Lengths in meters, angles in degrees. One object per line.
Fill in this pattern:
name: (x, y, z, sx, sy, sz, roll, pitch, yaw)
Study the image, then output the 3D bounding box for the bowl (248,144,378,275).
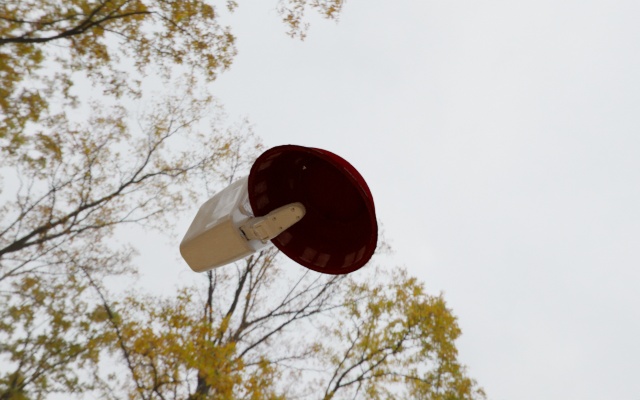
bowl: (0.001, 0.001, 0.525, 0.162, 0.162, 0.055, 0, 30, 36)
